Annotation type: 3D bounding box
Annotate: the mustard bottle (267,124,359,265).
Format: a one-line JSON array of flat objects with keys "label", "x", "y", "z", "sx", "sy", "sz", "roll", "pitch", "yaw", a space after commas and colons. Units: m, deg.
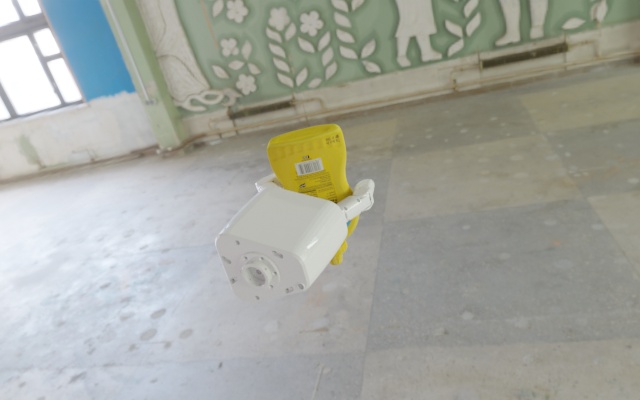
[{"label": "mustard bottle", "x": 0.000, "y": 0.002, "z": 0.628, "sx": 0.096, "sy": 0.192, "sz": 0.058, "roll": -13, "pitch": 24, "yaw": 4}]
